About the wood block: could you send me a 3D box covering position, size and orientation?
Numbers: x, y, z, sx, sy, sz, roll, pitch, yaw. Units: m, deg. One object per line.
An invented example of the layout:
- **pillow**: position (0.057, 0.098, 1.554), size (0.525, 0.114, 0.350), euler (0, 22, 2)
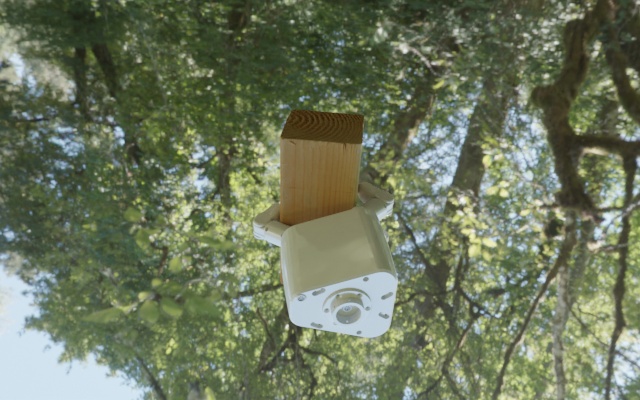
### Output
- **wood block**: position (0.000, 0.002, 0.594), size (0.091, 0.206, 0.090), euler (5, 31, 3)
